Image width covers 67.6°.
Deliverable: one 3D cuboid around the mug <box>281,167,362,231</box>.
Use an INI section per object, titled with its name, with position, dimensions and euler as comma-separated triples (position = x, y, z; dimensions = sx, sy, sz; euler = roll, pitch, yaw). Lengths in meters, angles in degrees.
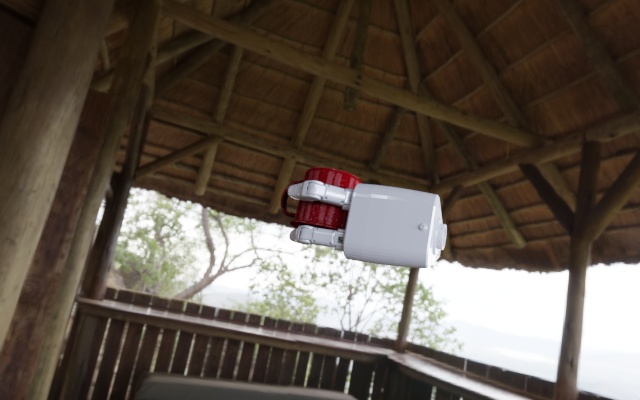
[mug]
position = -0.001, 0.002, 0.673
dimensions = 0.117, 0.081, 0.093
euler = 8, -12, 21
